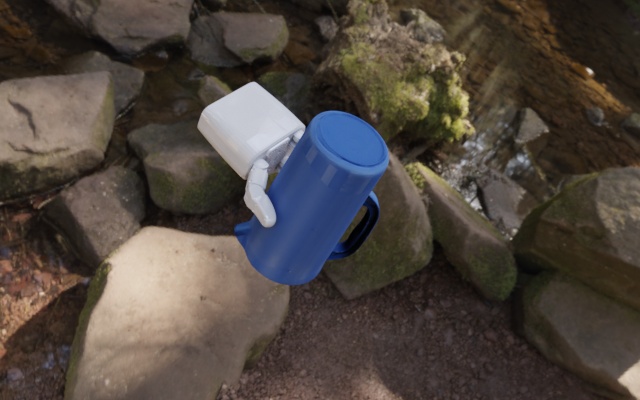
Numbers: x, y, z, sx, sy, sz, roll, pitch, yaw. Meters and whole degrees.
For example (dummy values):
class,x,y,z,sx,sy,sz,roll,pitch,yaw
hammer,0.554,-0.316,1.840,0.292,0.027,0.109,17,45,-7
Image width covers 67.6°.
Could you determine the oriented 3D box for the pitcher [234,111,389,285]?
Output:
class,x,y,z,sx,sy,sz,roll,pitch,yaw
pitcher,0.000,0.002,0.654,0.149,0.145,0.243,-31,-19,-44
